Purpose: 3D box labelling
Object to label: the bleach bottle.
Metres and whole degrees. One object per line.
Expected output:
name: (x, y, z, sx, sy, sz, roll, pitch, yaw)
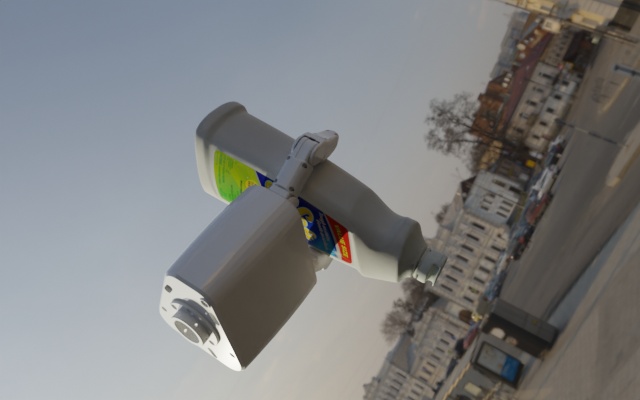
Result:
bleach bottle: (0.000, 0.001, 0.449, 0.251, 0.103, 0.068, 27, 50, 18)
